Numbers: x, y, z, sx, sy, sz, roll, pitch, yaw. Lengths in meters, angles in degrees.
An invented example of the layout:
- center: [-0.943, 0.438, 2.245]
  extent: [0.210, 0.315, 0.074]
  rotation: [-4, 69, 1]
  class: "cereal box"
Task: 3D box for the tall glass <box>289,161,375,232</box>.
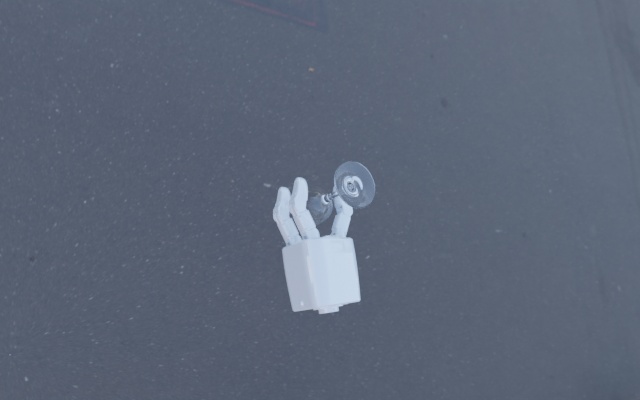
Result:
- center: [0.001, 0.002, 0.794]
  extent: [0.079, 0.079, 0.201]
  rotation: [0, -15, -33]
  class: "tall glass"
